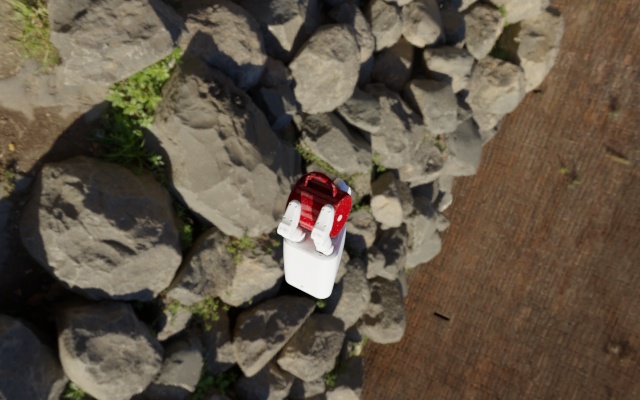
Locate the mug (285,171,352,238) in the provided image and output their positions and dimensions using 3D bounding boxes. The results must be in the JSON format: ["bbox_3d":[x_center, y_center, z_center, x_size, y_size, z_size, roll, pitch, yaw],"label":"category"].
[{"bbox_3d":[0.000,0.002,0.786,0.081,0.117,0.093,23,44,20],"label":"mug"}]
